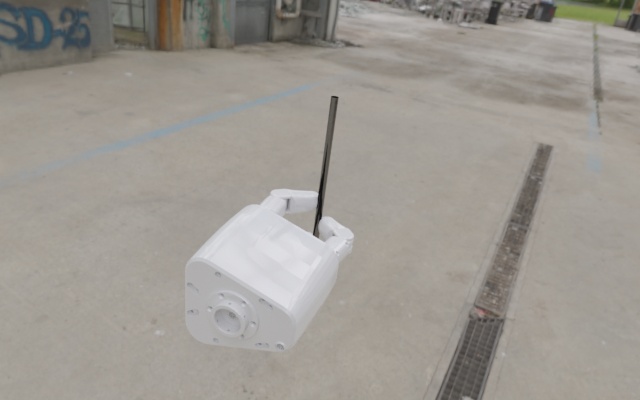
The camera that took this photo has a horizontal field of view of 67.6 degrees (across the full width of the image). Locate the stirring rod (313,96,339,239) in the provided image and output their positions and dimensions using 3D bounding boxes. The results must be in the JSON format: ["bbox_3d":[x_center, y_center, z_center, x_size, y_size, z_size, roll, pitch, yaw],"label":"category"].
[{"bbox_3d":[0.000,0.002,0.538,0.011,0.240,0.011,6,27,-3],"label":"stirring rod"}]
